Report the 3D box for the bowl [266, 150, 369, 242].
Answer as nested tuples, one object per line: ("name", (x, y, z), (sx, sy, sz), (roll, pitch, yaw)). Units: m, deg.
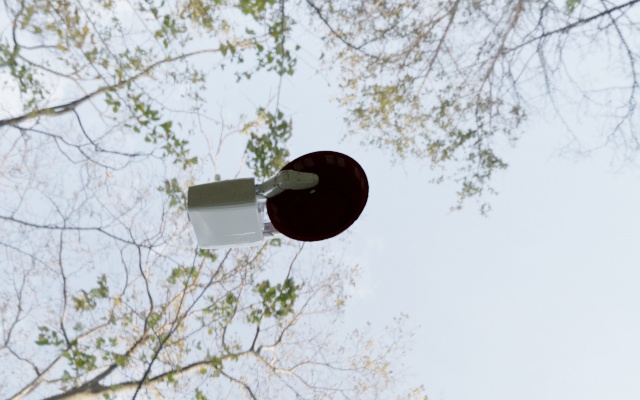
("bowl", (0.002, 0.003, 0.738), (0.162, 0.162, 0.055), (0, -31, 18))
